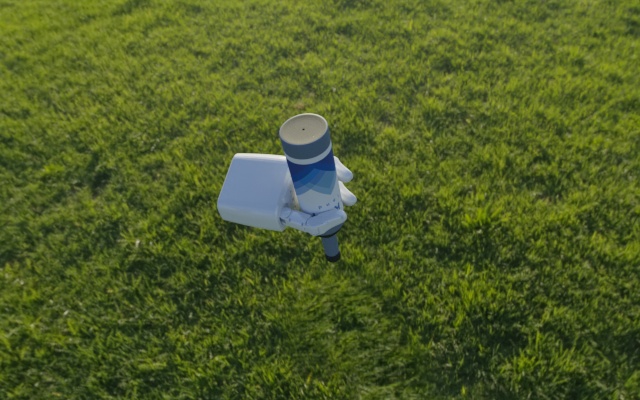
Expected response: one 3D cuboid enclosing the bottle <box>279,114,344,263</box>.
[{"bbox_3d":[0.000,0.002,0.741,0.069,0.069,0.296,0,-41,12],"label":"bottle"}]
